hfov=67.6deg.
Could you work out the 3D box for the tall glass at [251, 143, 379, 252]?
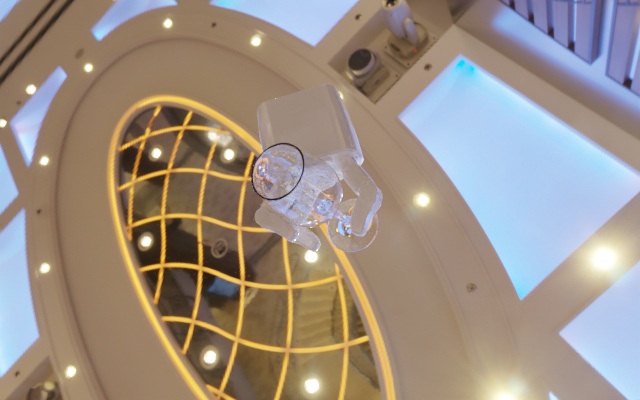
[{"bbox_3d":[0.000,0.002,0.555,0.079,0.079,0.201,0,-18,27],"label":"tall glass"}]
